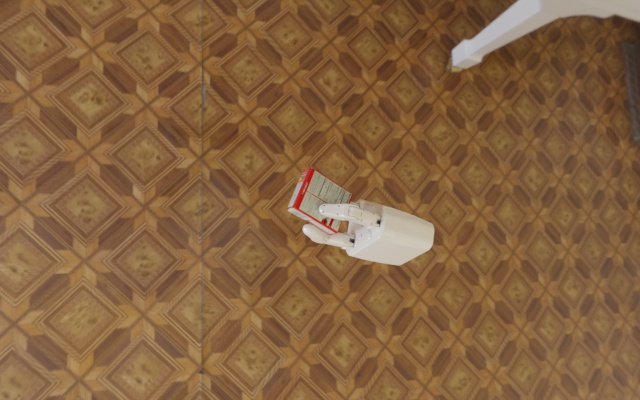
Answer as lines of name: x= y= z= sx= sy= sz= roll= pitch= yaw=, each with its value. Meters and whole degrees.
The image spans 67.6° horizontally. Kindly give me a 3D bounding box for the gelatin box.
gelatin box: x=0.000 y=0.002 z=0.751 sx=0.089 sy=0.073 sz=0.030 roll=32 pitch=-22 yaw=-24
